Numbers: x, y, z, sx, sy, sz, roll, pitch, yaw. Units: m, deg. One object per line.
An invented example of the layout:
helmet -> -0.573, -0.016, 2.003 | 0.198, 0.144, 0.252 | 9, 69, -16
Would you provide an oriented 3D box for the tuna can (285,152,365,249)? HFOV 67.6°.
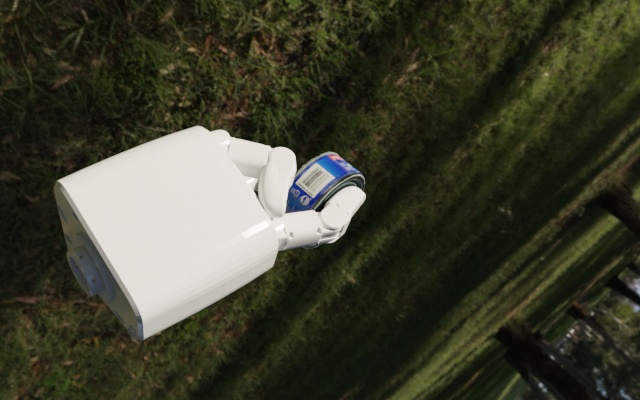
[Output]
tuna can -> 0.001, 0.002, 0.424 | 0.033, 0.086, 0.086 | 40, 17, 22
